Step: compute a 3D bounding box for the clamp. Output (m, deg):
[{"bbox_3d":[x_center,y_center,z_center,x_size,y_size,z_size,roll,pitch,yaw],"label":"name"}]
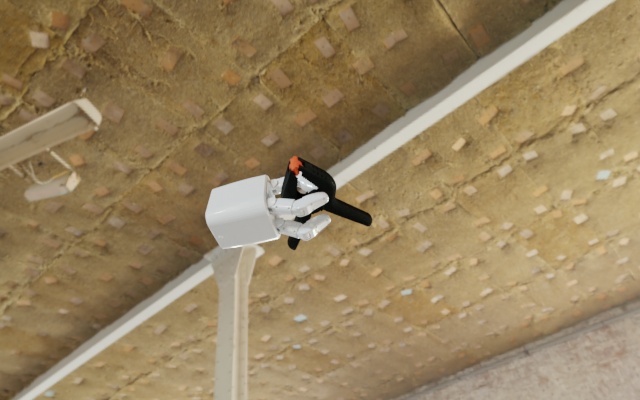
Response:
[{"bbox_3d":[0.000,0.002,0.829,0.164,0.036,0.210,-14,-43,2],"label":"clamp"}]
